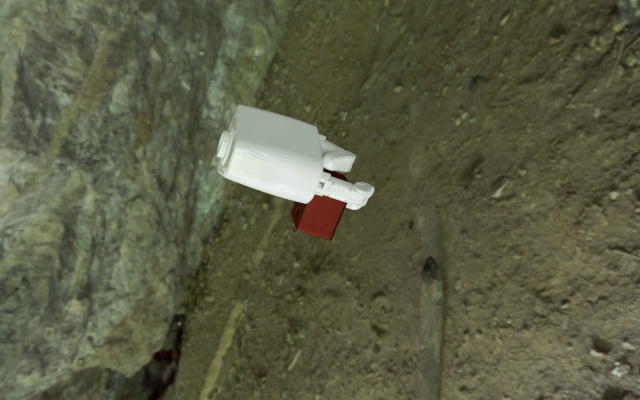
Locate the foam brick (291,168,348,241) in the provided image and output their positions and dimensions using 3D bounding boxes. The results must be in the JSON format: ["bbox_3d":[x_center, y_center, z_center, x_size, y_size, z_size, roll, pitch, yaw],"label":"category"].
[{"bbox_3d":[0.000,0.002,0.621,0.051,0.078,0.053,15,20,-20],"label":"foam brick"}]
